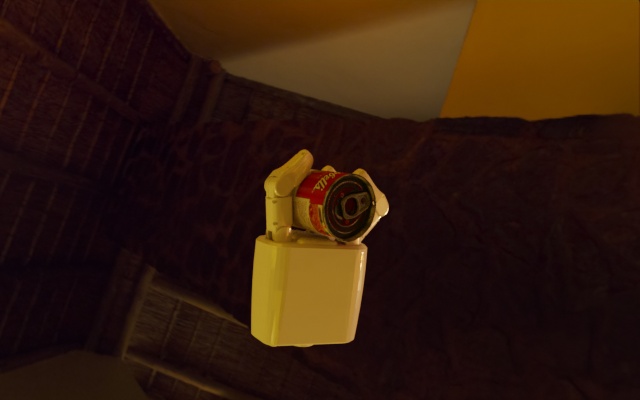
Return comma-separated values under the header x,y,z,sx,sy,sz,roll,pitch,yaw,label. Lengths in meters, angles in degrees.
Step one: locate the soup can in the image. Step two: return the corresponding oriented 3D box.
x,y,z,sx,sy,sz,roll,pitch,yaw,label
0.000,0.001,0.509,0.068,0.068,0.102,0,7,-37,soup can
